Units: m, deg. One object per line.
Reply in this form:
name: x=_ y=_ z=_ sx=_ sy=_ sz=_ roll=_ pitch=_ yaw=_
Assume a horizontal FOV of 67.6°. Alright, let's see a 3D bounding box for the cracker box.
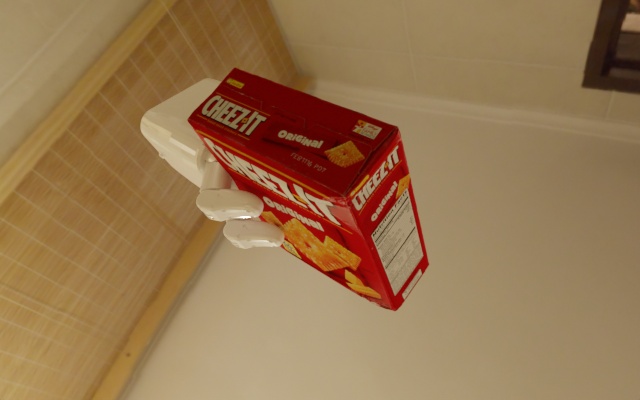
cracker box: x=0.000 y=0.001 z=0.427 sx=0.164 sy=0.072 sz=0.214 roll=26 pitch=-20 yaw=31
